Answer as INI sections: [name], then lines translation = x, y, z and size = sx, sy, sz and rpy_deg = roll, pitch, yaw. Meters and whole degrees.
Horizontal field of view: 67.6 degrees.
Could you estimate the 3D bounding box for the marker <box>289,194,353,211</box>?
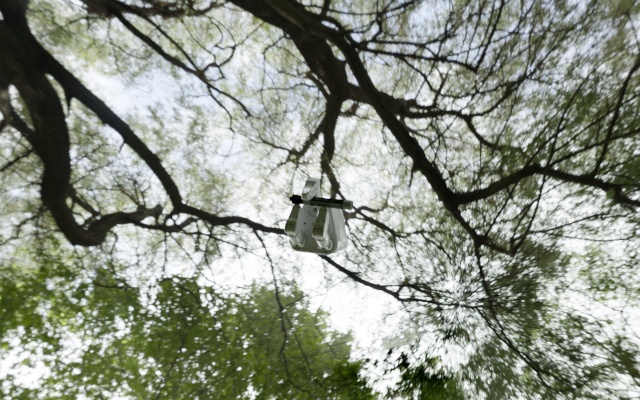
[marker]
translation = 0.000, 0.003, 0.879
size = 0.121, 0.020, 0.020
rpy_deg = 6, 2, 18
